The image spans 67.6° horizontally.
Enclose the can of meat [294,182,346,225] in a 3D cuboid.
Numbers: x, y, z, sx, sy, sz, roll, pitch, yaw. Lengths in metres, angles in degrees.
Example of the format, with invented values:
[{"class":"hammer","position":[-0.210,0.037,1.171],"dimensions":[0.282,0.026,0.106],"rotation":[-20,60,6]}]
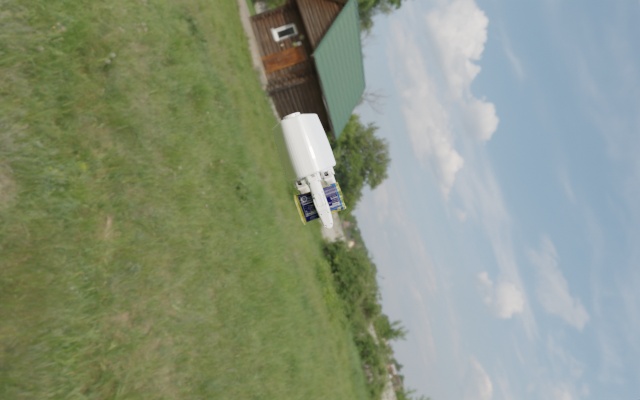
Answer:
[{"class":"can of meat","position":[0.000,0.003,0.895],"dimensions":[0.084,0.057,0.102],"rotation":[-19,1,1]}]
